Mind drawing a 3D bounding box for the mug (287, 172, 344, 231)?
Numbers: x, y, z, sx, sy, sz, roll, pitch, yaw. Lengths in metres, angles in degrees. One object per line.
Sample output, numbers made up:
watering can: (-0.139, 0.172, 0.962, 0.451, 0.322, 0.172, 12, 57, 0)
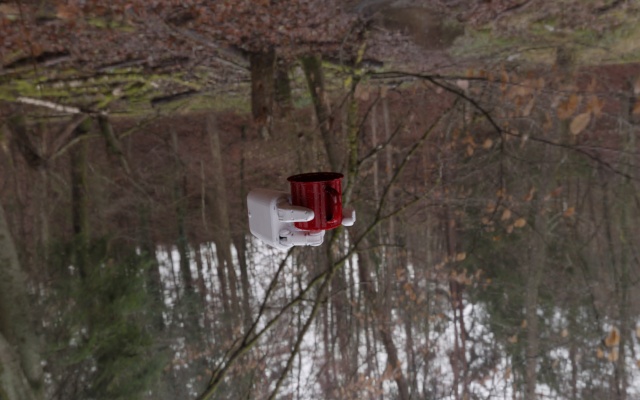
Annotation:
mug: (0.001, 0.003, 0.768, 0.093, 0.081, 0.117, -11, 14, -30)
